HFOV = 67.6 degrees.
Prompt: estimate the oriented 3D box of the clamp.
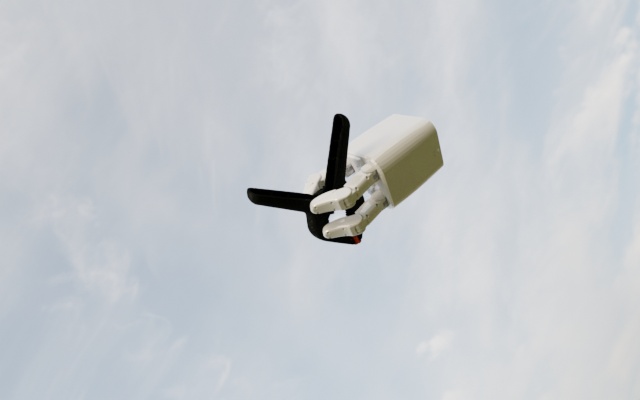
[{"bbox_3d":[0.000,0.002,0.670,0.164,0.210,0.036,-35,42,-10],"label":"clamp"}]
